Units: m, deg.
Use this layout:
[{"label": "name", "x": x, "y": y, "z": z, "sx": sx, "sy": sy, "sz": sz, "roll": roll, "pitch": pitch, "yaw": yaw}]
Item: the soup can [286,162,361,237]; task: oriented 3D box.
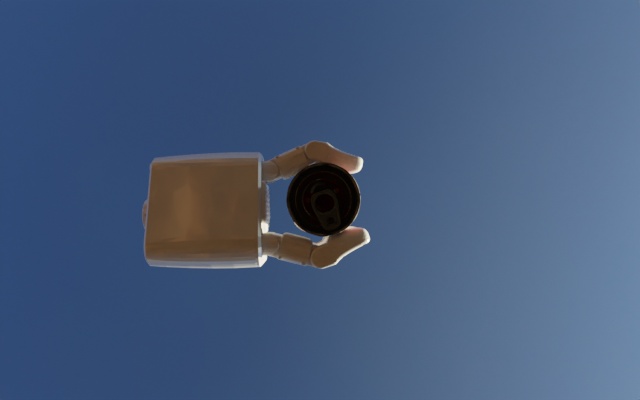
[{"label": "soup can", "x": 0.001, "y": 0.001, "z": 0.485, "sx": 0.068, "sy": 0.068, "sz": 0.102, "roll": 0, "pitch": -3, "yaw": -3}]
